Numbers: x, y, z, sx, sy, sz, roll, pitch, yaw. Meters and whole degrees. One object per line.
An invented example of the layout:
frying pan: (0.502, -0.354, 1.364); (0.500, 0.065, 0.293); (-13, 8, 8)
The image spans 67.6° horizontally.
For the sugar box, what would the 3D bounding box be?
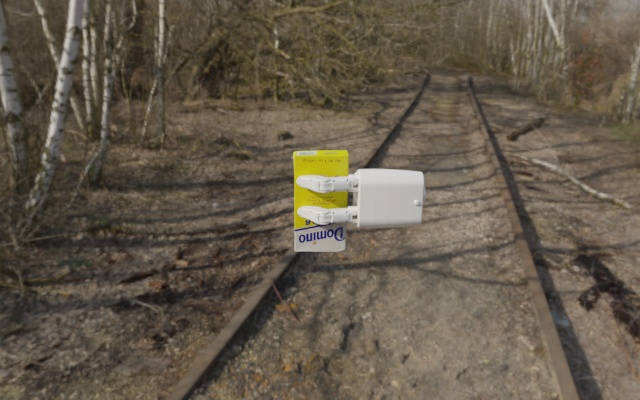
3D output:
sugar box: (0.000, 0.003, 0.825); (0.093, 0.176, 0.048); (0, 18, -1)
